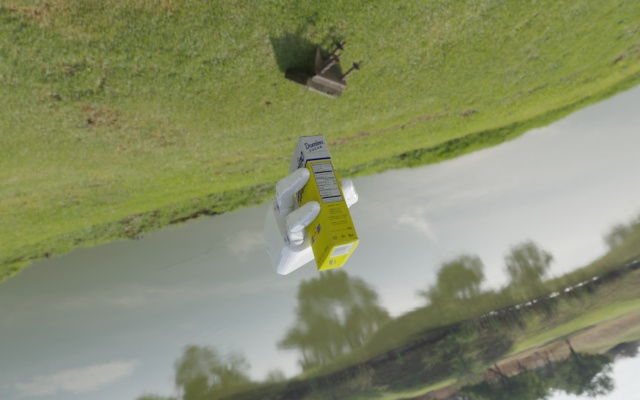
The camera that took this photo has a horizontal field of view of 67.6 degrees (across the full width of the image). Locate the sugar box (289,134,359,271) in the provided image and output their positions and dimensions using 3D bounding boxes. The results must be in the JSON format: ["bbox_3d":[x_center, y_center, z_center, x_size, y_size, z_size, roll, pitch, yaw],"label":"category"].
[{"bbox_3d":[0.000,0.003,0.694,0.048,0.176,0.093,-10,-26,-21],"label":"sugar box"}]
